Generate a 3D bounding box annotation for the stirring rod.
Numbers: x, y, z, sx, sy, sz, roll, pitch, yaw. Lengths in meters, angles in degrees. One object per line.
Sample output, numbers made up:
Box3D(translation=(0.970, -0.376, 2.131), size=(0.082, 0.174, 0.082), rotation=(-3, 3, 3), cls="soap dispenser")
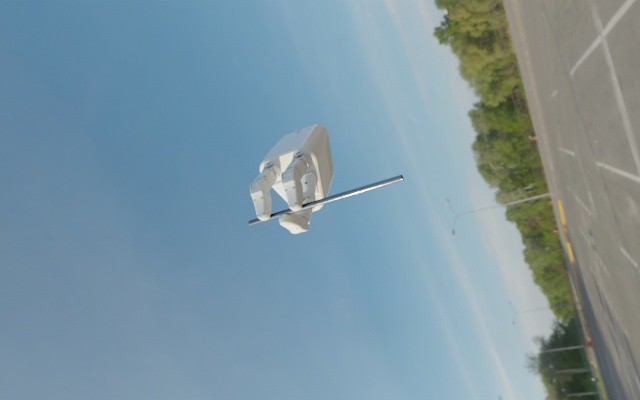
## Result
Box3D(translation=(0.000, 0.002, 0.662), size=(0.239, 0.011, 0.011), rotation=(-17, -7, 24), cls="stirring rod")
